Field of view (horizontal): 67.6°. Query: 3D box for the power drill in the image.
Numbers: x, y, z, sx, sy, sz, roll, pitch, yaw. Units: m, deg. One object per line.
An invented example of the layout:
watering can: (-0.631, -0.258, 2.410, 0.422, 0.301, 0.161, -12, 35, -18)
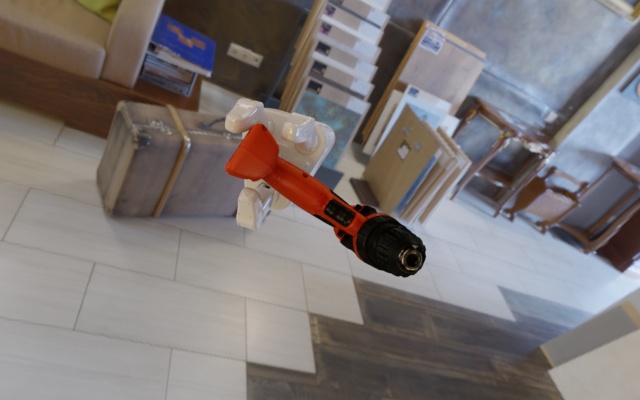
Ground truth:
power drill: (0.000, 0.001, 0.461, 0.188, 0.057, 0.184, 36, -4, -14)
